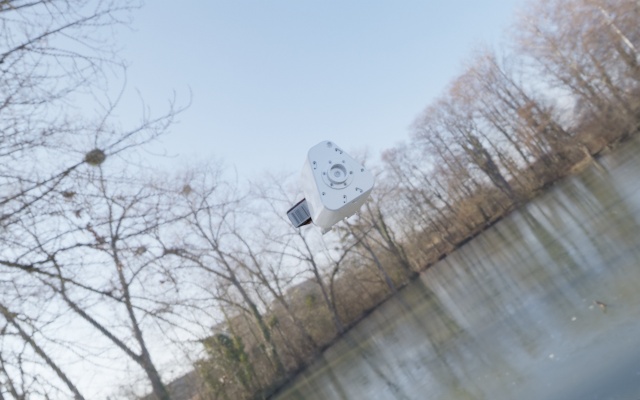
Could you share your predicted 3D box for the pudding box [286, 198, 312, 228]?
[{"bbox_3d":[0.000,0.003,0.888,0.113,0.039,0.090,-35,-8,14],"label":"pudding box"}]
